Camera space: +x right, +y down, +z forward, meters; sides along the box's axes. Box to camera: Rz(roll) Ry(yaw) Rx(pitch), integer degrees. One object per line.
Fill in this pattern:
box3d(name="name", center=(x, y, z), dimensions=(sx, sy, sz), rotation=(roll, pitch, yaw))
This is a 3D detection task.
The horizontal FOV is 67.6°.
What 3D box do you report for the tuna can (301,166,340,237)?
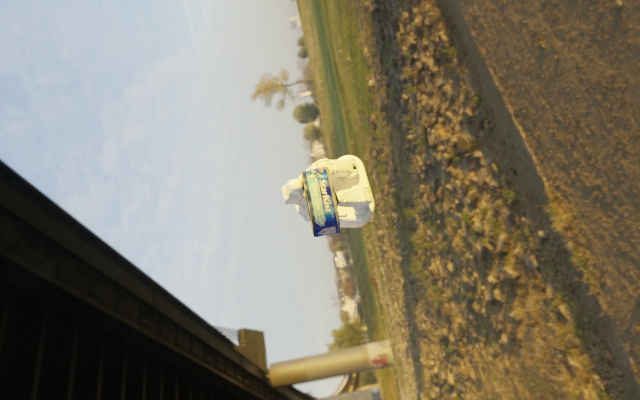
box3d(name="tuna can", center=(0.000, 0.002, 0.597), dimensions=(0.034, 0.086, 0.086), rotation=(-11, 0, -3))
